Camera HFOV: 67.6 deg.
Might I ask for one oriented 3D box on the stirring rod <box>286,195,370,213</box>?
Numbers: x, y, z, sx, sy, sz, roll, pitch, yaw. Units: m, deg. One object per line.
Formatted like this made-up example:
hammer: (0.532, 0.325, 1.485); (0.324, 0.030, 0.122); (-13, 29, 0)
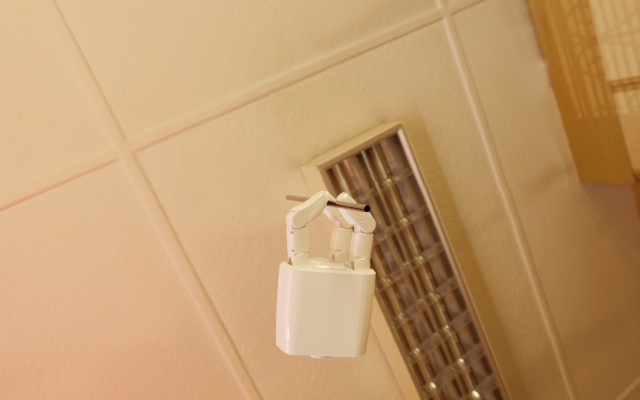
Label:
stirring rod: (0.000, 0.002, 0.614); (0.011, 0.011, 0.239); (0, 3, -24)
